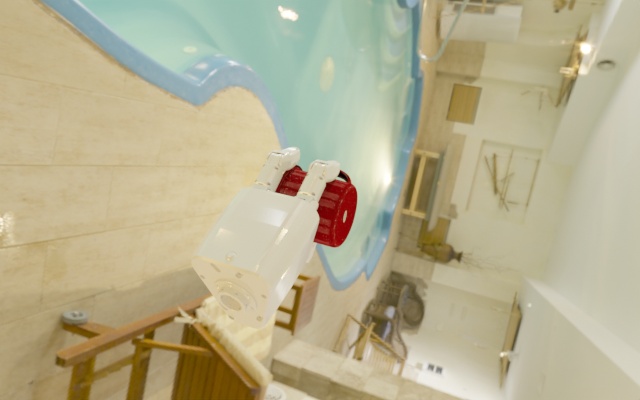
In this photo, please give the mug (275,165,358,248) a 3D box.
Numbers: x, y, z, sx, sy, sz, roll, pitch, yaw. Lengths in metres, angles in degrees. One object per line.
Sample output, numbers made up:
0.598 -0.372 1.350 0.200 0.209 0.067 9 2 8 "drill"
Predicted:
0.001 0.001 0.599 0.081 0.093 0.117 15 48 19 "mug"
